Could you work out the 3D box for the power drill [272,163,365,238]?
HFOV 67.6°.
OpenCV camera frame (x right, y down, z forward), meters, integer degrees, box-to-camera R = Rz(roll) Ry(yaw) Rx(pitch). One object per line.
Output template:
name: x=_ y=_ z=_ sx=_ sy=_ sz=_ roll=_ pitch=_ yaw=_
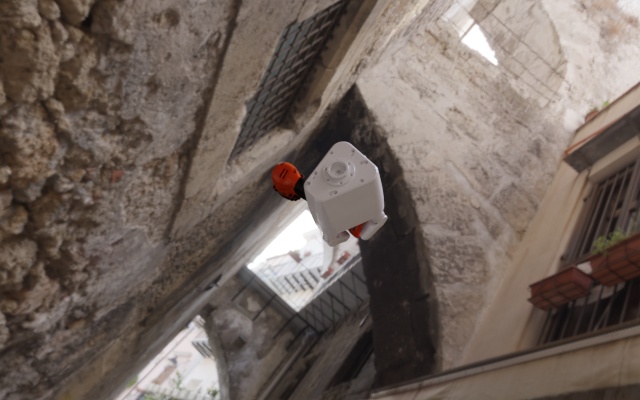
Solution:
power drill: x=0.001 y=0.003 z=0.889 sx=0.187 sy=0.057 sz=0.184 roll=27 pitch=-5 yaw=8
